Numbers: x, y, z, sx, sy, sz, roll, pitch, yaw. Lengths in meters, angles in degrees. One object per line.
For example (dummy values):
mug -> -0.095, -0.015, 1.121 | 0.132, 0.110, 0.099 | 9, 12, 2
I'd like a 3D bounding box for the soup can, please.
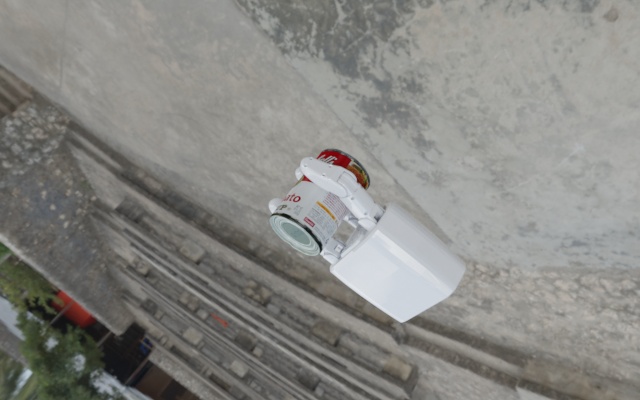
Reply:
soup can -> 0.000, 0.002, 0.523 | 0.068, 0.102, 0.068 | 29, -27, 16
